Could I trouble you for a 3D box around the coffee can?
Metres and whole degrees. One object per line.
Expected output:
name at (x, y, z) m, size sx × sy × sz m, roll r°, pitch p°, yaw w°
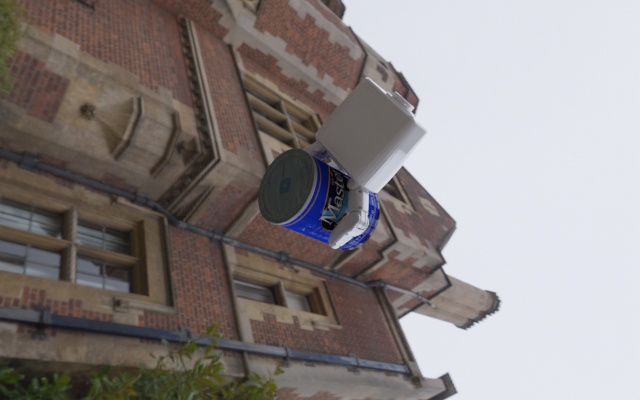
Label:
coffee can at (0.000, 0.002, 0.658) m, size 0.103 × 0.102 × 0.140 m, roll 0°, pitch -18°, yaw 44°
